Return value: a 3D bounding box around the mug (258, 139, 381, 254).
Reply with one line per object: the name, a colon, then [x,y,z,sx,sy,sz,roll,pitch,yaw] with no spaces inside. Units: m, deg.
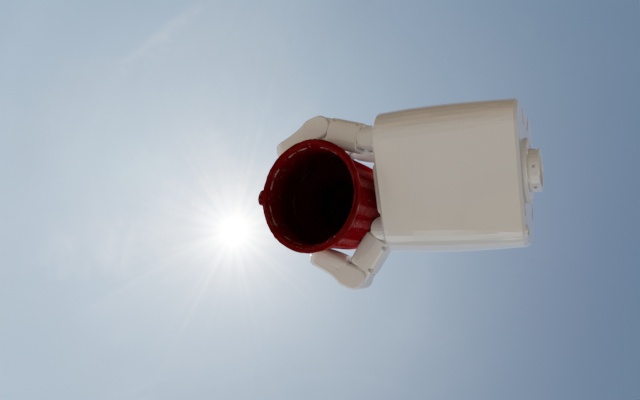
mug: [-0.001,0.002,0.424,0.117,0.093,0.081,-2,-8,31]
